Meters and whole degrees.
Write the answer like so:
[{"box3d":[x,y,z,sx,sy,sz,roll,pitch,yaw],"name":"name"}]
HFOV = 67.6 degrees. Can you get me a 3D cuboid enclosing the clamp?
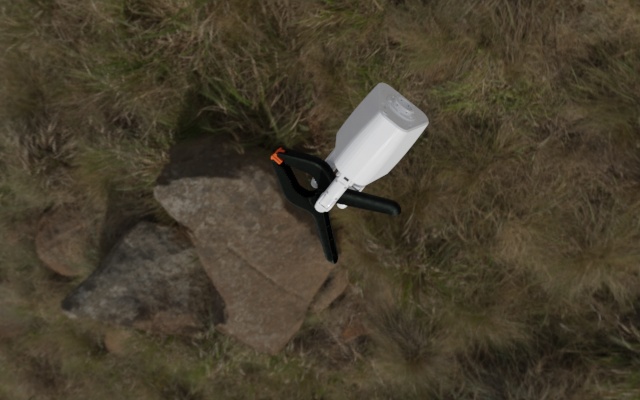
[{"box3d":[0.000,0.002,0.763,0.210,0.165,0.036,38,32,-3],"name":"clamp"}]
